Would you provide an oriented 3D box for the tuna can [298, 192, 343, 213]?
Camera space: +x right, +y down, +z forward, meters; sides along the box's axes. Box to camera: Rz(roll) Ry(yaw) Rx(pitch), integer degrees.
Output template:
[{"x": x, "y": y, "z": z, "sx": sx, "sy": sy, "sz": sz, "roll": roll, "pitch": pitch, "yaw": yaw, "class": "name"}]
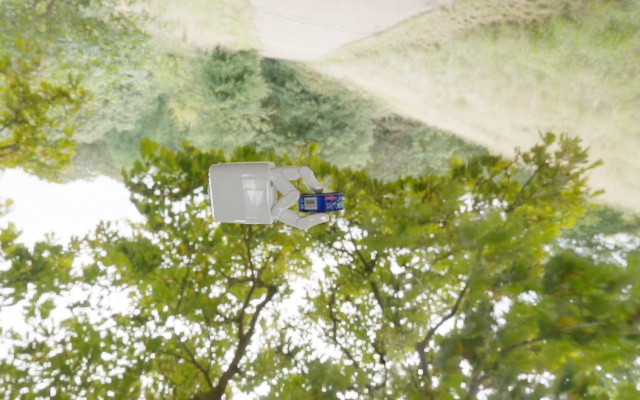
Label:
[{"x": 0.000, "y": 0.003, "z": 0.887, "sx": 0.086, "sy": 0.034, "sz": 0.086, "roll": -3, "pitch": 3, "yaw": 0, "class": "tuna can"}]
